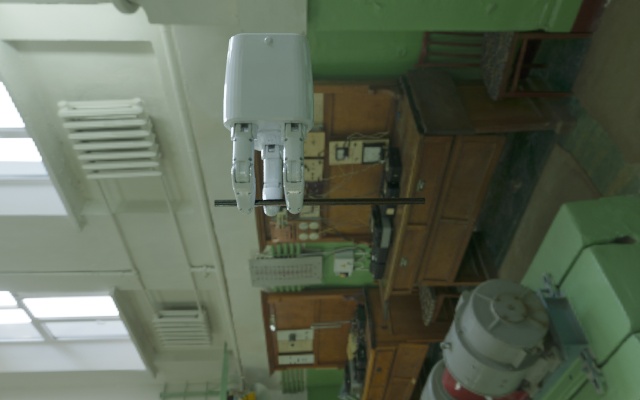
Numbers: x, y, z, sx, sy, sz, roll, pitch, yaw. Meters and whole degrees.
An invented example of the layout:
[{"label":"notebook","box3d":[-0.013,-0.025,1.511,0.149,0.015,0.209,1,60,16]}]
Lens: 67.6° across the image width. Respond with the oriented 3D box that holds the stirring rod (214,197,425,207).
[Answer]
[{"label":"stirring rod","box3d":[0.000,0.002,0.548,0.239,0.011,0.011,-1,0,-2]}]
